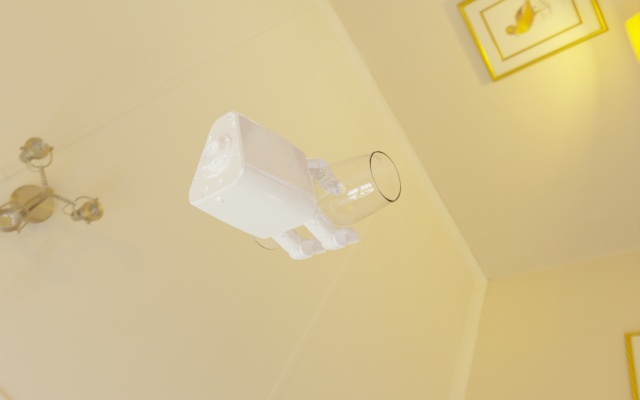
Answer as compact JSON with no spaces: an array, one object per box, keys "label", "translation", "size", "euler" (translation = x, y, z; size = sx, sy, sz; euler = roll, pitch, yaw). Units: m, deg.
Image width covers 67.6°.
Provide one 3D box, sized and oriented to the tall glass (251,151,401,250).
[{"label":"tall glass","translation":[0.000,0.002,0.600],"size":[0.201,0.079,0.079],"euler":[-22,-13,36]}]
